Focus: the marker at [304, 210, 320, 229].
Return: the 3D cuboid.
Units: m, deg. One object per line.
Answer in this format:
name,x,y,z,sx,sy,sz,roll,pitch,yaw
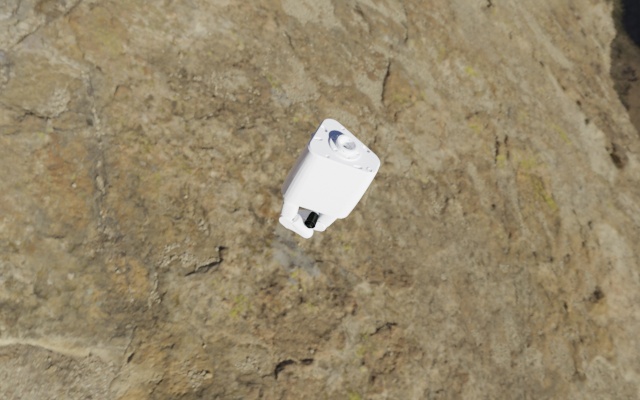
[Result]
marker,0.000,0.003,0.792,0.020,0.020,0.121,0,40,24
